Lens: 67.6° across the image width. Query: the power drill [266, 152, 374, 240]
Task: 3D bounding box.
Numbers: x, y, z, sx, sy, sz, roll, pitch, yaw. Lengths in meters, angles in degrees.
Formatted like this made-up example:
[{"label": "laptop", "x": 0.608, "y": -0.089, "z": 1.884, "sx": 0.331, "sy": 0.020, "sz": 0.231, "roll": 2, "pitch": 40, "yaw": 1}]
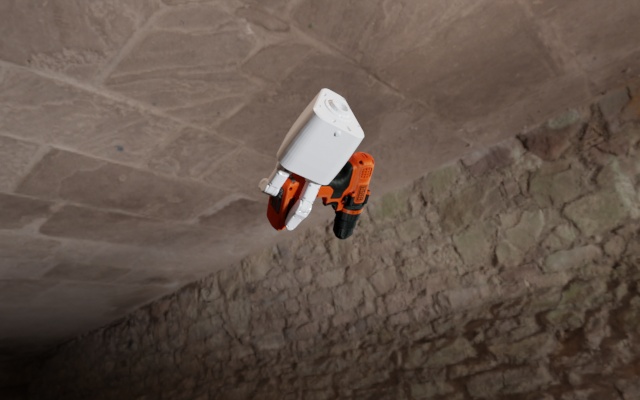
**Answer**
[{"label": "power drill", "x": 0.000, "y": 0.003, "z": 0.856, "sx": 0.187, "sy": 0.184, "sz": 0.057, "roll": -8, "pitch": 36, "yaw": -32}]
